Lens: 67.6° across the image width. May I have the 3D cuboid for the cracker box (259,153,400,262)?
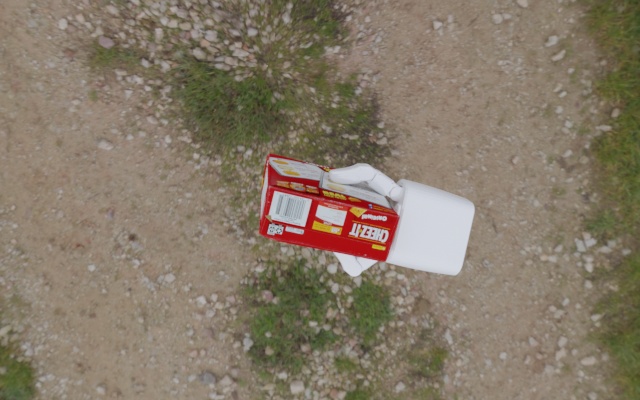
[{"bbox_3d":[0.000,0.002,0.664,0.164,0.072,0.213,12,14,-10],"label":"cracker box"}]
